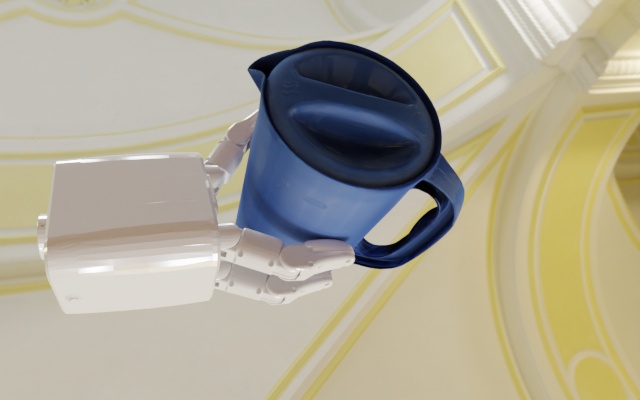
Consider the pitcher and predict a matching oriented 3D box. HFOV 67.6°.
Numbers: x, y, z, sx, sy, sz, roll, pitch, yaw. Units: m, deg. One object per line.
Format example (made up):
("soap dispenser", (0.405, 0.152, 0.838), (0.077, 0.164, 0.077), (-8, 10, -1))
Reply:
("pitcher", (0.000, 0.001, 0.419), (0.145, 0.149, 0.243), (-6, -29, -23))
